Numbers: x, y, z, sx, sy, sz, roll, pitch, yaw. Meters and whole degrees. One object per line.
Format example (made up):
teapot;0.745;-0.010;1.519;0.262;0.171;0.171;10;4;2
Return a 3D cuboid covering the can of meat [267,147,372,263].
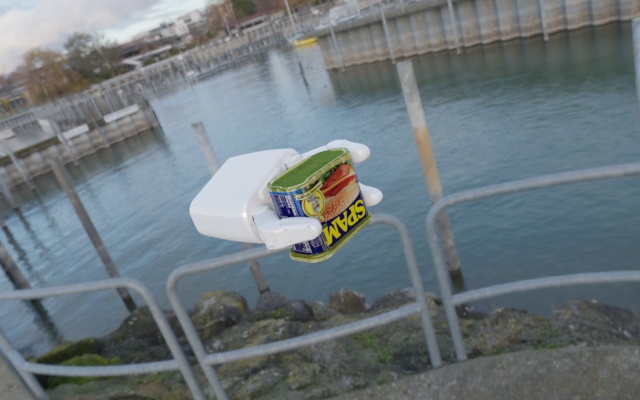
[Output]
can of meat;0.000;0.001;0.501;0.057;0.084;0.102;2;30;44
